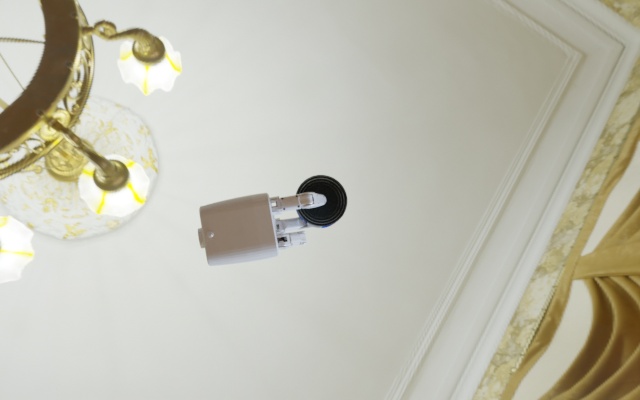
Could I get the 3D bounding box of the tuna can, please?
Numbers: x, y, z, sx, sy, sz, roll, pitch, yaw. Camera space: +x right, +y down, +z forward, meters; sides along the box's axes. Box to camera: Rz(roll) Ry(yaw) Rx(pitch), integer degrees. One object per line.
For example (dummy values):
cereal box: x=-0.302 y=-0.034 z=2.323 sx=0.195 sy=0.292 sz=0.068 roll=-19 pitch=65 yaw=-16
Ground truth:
tuna can: x=0.000 y=0.003 z=0.791 sx=0.086 sy=0.086 sz=0.034 roll=0 pitch=-10 yaw=-5
